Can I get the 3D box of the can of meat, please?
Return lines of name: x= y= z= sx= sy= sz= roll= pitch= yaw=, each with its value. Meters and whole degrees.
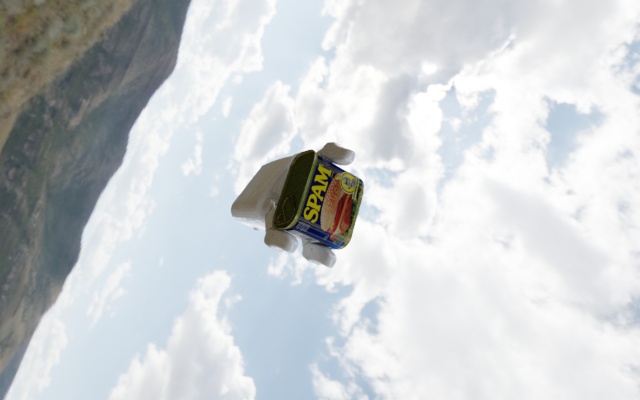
can of meat: x=0.000 y=0.002 z=0.584 sx=0.084 sy=0.102 sz=0.057 roll=26 pitch=-19 yaw=-29
